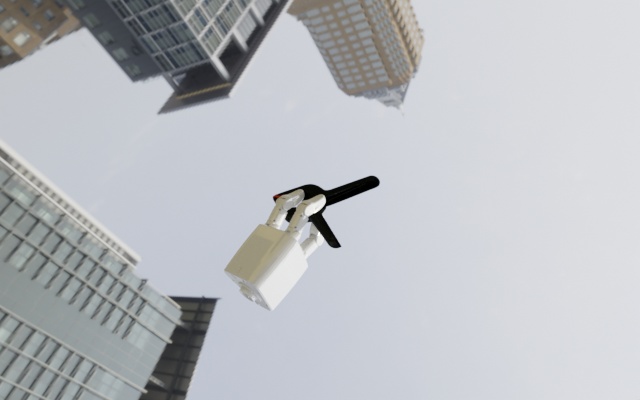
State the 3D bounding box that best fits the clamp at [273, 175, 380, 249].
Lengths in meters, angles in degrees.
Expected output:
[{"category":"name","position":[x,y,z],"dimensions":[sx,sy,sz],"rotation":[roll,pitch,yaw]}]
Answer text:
[{"category":"clamp","position":[0.000,0.004,0.888],"dimensions":[0.210,0.036,0.164],"rotation":[14,53,43]}]
